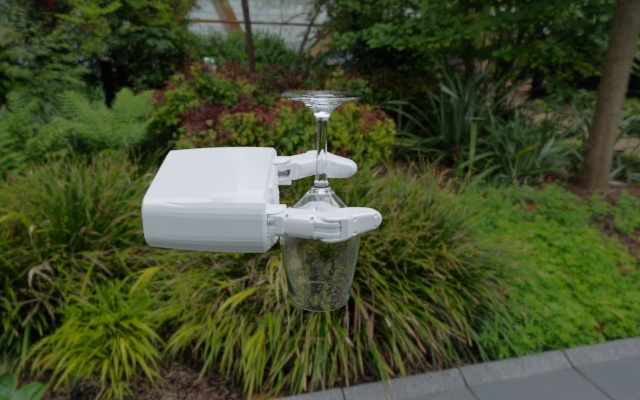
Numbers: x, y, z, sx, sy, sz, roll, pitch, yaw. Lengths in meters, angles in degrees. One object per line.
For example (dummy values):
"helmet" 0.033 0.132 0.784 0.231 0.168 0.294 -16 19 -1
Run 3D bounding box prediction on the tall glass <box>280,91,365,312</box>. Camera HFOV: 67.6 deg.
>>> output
"tall glass" 0.000 0.001 0.452 0.079 0.201 0.079 1 18 0
